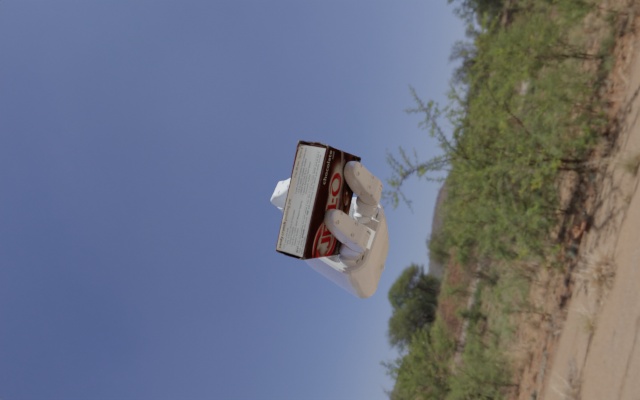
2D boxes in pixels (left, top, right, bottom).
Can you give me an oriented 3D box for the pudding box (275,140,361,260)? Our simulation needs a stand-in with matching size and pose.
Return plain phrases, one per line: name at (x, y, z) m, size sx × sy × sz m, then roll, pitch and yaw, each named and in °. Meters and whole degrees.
pudding box at (0.000, 0.002, 0.489) m, size 0.039 × 0.113 × 0.090 m, roll 11°, pitch 2°, yaw 24°
